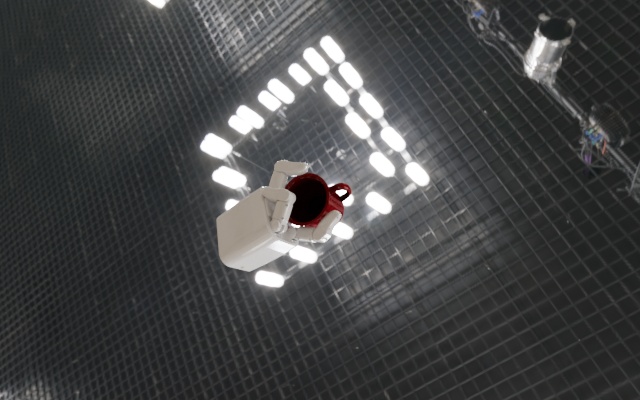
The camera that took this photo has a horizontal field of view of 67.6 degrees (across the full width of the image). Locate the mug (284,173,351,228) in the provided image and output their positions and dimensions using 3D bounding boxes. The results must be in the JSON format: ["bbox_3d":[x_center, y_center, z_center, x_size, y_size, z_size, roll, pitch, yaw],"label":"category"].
[{"bbox_3d":[0.001,0.002,0.832,0.117,0.093,0.081,-29,-26,16],"label":"mug"}]
